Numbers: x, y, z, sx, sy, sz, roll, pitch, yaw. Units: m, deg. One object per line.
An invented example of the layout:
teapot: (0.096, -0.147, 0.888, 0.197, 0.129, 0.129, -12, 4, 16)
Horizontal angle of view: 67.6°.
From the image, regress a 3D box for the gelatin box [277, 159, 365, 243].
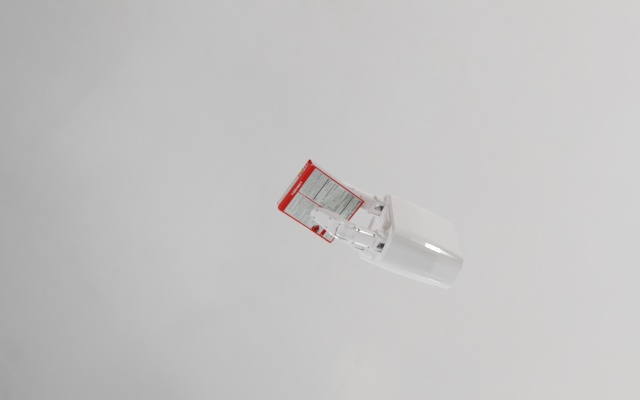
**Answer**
gelatin box: (0.000, 0.002, 0.617, 0.089, 0.073, 0.030, 34, 11, -17)
